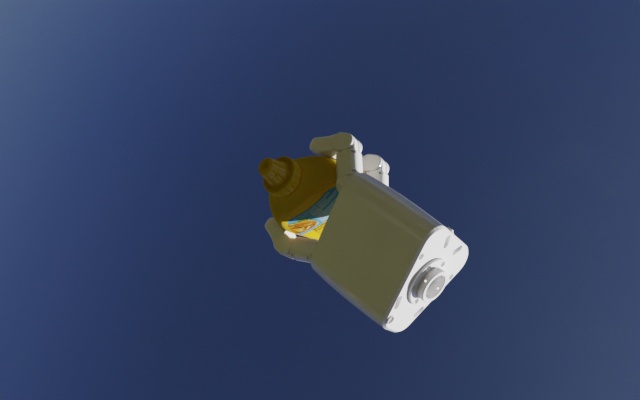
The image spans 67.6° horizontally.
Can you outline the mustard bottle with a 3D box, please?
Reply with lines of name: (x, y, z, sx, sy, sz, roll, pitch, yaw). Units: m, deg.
mustard bottle: (0.000, 0.002, 0.531, 0.096, 0.058, 0.192, -36, -38, 18)
